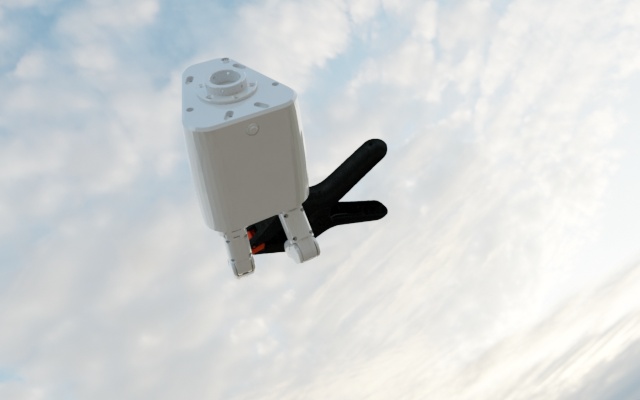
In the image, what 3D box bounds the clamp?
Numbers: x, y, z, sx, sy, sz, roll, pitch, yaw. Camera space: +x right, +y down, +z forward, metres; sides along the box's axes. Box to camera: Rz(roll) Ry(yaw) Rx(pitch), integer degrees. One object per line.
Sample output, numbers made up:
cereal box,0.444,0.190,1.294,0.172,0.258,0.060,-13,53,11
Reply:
clamp,0.000,0.001,0.488,0.171,0.120,0.039,-22,47,-19
